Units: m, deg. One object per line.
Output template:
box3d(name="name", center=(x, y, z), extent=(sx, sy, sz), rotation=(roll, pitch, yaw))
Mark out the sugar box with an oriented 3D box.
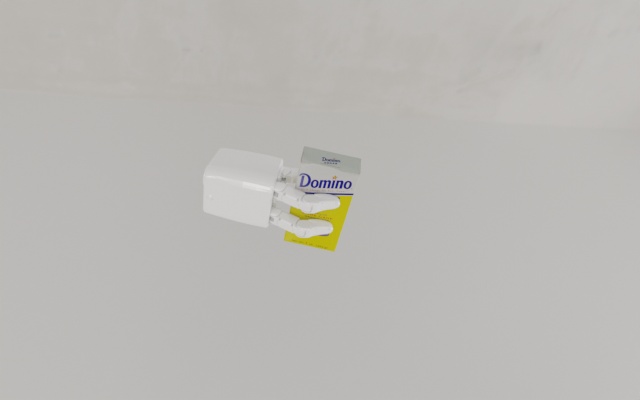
box3d(name="sugar box", center=(0.000, 0.003, 0.769), extent=(0.093, 0.176, 0.048), rotation=(12, 44, -3))
